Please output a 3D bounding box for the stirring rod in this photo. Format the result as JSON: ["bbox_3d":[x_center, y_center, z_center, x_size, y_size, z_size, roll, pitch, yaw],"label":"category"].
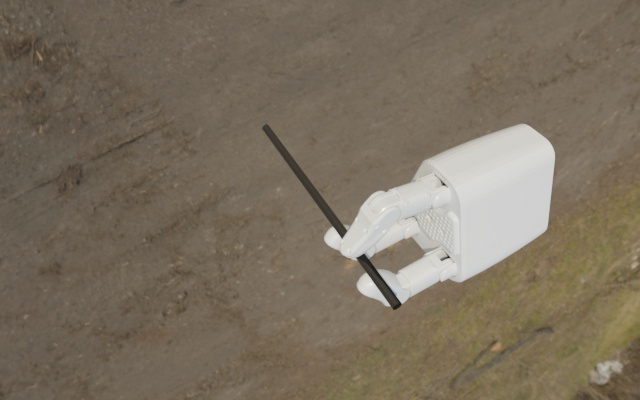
[{"bbox_3d":[0.000,0.001,0.428,0.011,0.011,0.239,0,40,-39],"label":"stirring rod"}]
